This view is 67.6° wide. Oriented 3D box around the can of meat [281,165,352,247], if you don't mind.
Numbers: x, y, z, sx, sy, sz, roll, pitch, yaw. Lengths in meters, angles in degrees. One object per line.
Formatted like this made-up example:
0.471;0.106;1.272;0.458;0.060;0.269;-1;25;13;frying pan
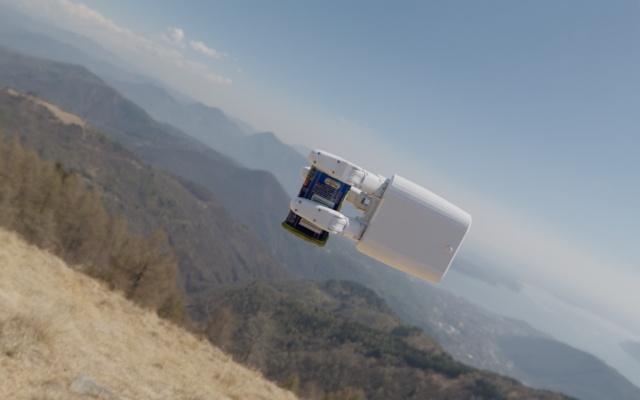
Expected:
0.000;0.002;0.582;0.057;0.084;0.102;27;6;3;can of meat
